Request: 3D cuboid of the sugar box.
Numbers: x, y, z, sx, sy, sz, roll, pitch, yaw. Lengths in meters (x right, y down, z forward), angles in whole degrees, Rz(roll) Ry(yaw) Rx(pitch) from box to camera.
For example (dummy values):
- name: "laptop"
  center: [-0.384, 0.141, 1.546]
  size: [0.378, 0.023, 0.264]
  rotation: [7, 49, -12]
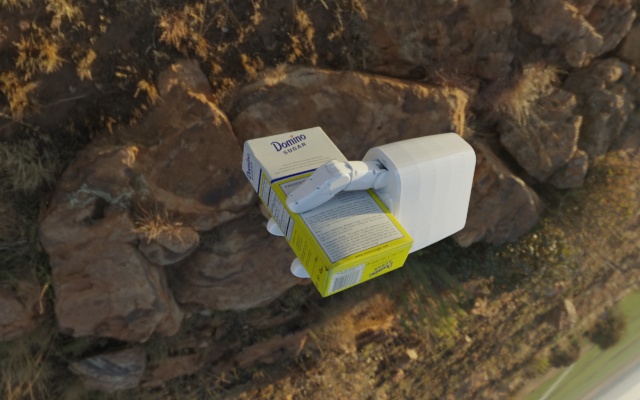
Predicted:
- name: "sugar box"
  center: [0.000, 0.002, 0.469]
  size: [0.093, 0.048, 0.176]
  rotation: [-15, 49, -27]
